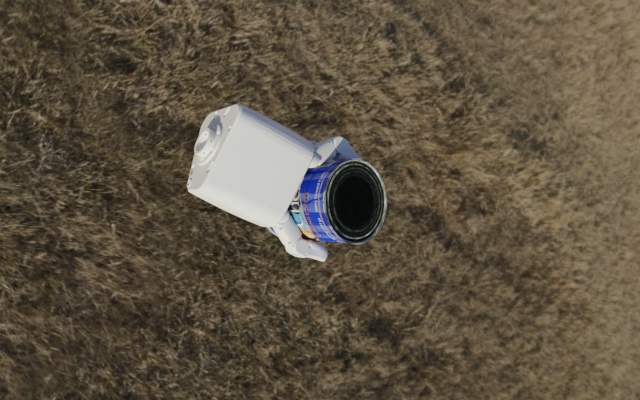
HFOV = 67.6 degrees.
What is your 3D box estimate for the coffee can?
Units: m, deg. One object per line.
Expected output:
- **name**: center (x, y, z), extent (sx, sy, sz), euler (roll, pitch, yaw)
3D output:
- **coffee can**: center (0.000, 0.002, 0.619), extent (0.103, 0.103, 0.140), euler (0, -1, -39)
